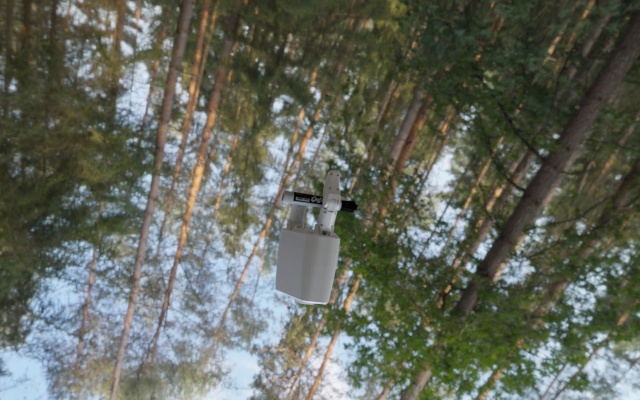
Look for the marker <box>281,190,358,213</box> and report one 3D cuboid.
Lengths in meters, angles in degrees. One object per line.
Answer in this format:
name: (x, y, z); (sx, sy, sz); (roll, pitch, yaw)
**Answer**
marker: (0.000, 0.002, 0.740); (0.121, 0.020, 0.020); (9, -3, -17)
